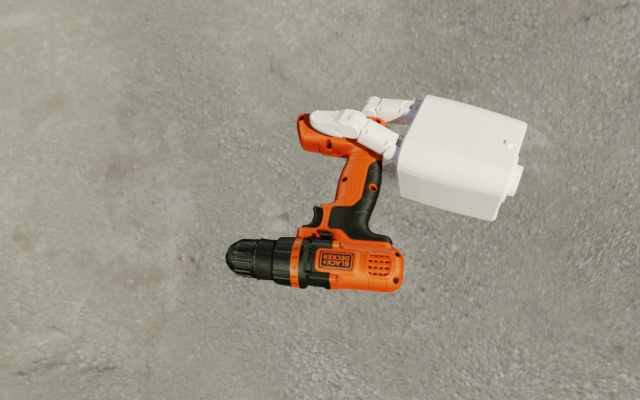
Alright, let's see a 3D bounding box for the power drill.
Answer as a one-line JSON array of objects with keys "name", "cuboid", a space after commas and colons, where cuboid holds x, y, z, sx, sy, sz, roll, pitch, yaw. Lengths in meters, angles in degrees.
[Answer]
[{"name": "power drill", "cuboid": [0.000, 0.001, 0.511, 0.184, 0.187, 0.057, 5, -17, 7]}]
